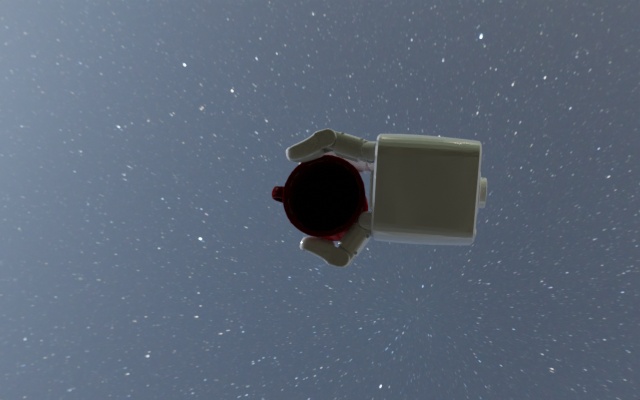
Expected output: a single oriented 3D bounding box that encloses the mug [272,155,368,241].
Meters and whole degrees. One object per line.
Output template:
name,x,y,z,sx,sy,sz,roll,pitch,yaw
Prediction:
mug,-0.001,0.002,0.563,0.117,0.093,0.081,5,-11,14
